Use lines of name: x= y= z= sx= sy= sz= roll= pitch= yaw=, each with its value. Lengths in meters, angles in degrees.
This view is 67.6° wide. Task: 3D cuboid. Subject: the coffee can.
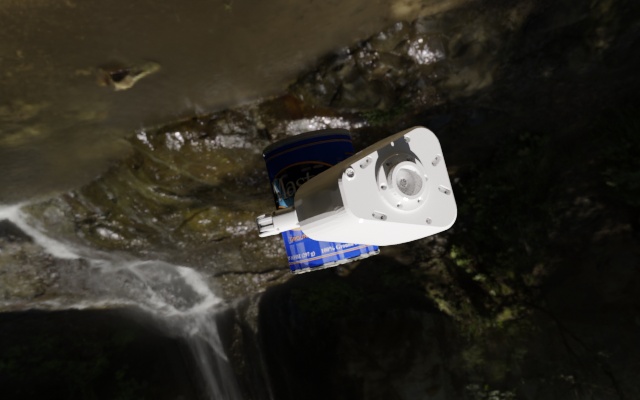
coffee can: x=0.000 y=0.002 z=0.537 sx=0.103 sy=0.140 sz=0.103 roll=-14 pitch=-5 yaw=-1
